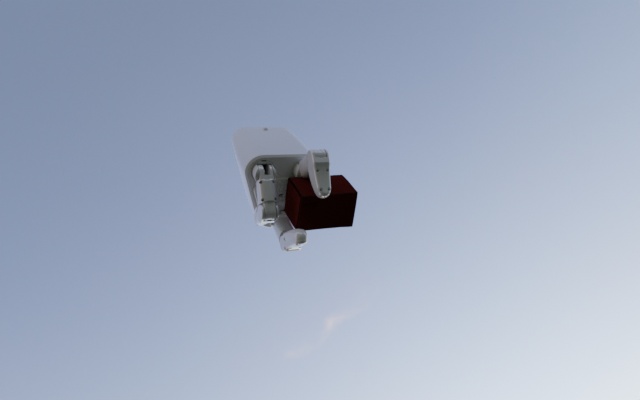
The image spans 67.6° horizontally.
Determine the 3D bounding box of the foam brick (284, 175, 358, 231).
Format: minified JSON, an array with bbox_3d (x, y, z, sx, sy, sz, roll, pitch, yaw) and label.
[{"bbox_3d":[0.000,0.002,0.609,0.078,0.053,0.051,-3,31,-22],"label":"foam brick"}]
